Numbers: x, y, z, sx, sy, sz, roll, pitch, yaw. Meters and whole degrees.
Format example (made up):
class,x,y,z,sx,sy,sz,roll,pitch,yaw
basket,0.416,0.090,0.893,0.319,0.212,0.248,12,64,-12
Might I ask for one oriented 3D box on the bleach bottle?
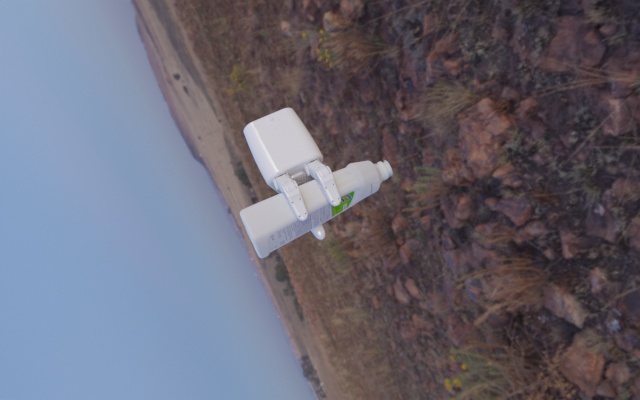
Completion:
class,x,y,z,sx,sy,sz,roll,pitch,yaw
bleach bottle,0.000,0.003,0.771,0.251,0.068,0.103,-25,-21,-11
